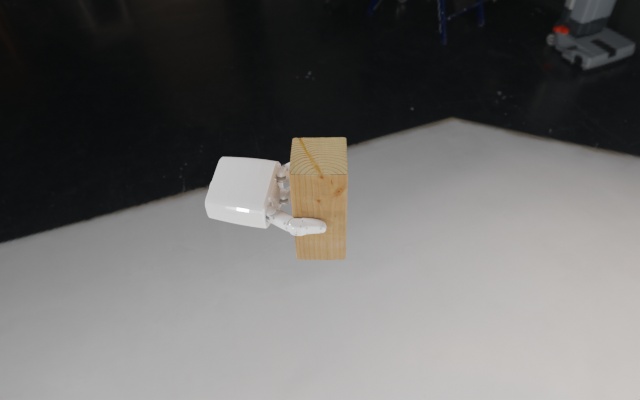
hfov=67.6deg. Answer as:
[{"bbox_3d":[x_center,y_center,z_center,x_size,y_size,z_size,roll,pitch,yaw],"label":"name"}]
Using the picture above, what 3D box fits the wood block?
[{"bbox_3d":[0.000,0.003,0.811,0.090,0.090,0.206,0,-45,2],"label":"wood block"}]
